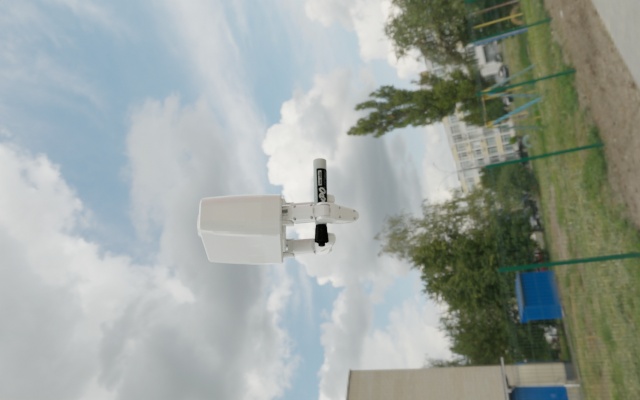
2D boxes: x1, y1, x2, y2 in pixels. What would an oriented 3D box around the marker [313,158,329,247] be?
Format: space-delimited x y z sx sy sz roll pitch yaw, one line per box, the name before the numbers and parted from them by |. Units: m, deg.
marker | 0.000 0.002 0.636 0.020 0.121 0.020 -1 -19 0
